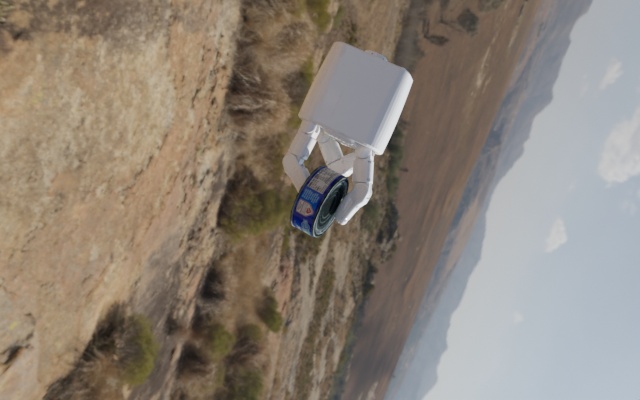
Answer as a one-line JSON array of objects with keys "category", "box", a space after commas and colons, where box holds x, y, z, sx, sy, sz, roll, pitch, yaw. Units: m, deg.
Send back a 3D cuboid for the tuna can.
[{"category": "tuna can", "box": [0.001, 0.002, 0.591, 0.033, 0.086, 0.086, 28, 9, 18]}]
